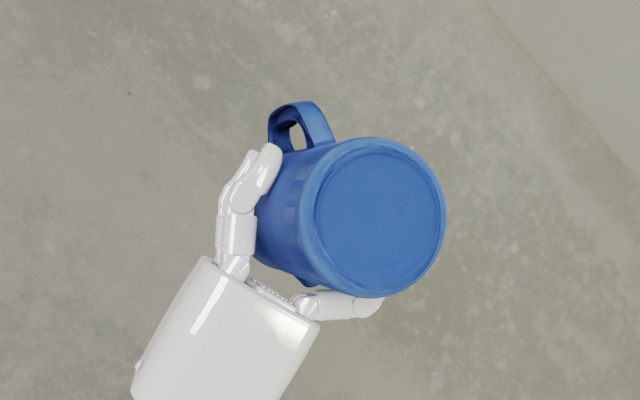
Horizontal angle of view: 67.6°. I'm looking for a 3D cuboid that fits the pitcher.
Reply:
[{"bbox_3d":[0.000,0.002,0.421,0.149,0.145,0.243,35,-10,-14],"label":"pitcher"}]
